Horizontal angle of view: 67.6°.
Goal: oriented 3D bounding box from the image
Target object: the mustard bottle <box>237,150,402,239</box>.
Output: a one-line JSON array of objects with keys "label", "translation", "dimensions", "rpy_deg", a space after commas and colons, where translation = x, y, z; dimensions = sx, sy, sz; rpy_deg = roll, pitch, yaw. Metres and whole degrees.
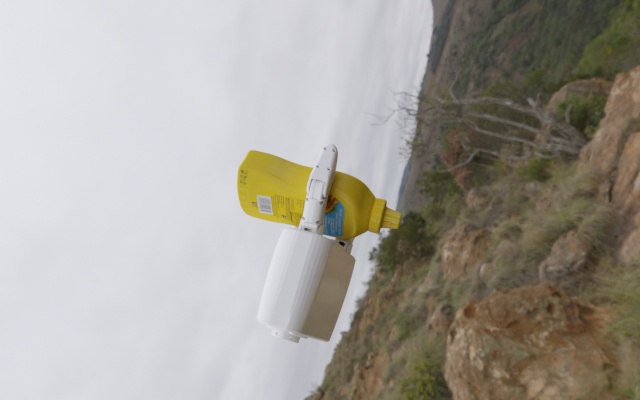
[{"label": "mustard bottle", "translation": [0.000, 0.001, 0.564], "dimensions": [0.191, 0.058, 0.096], "rpy_deg": [14, -39, 11]}]
